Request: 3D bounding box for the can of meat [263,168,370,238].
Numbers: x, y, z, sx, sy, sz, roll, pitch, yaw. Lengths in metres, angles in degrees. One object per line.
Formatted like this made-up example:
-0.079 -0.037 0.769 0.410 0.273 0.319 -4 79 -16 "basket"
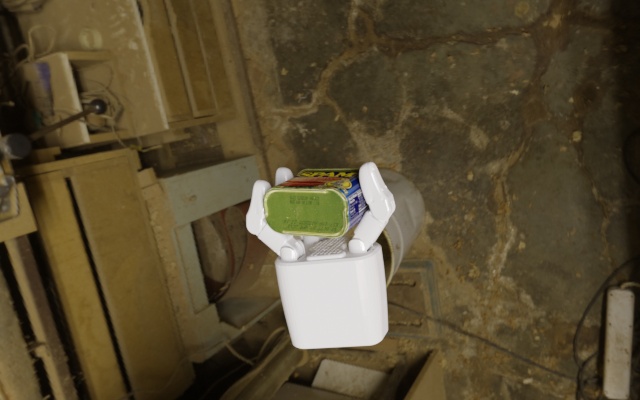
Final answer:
0.000 0.002 0.518 0.102 0.057 0.084 2 16 26 "can of meat"
